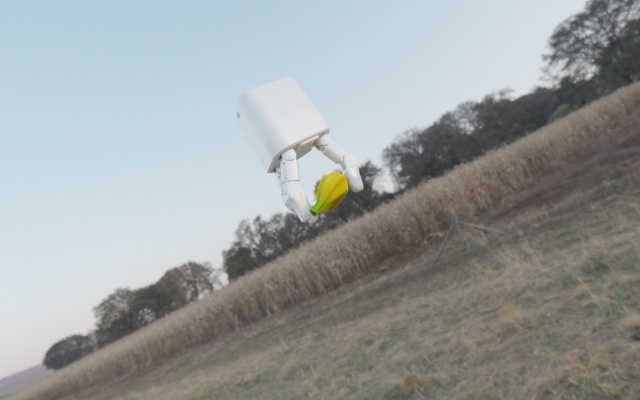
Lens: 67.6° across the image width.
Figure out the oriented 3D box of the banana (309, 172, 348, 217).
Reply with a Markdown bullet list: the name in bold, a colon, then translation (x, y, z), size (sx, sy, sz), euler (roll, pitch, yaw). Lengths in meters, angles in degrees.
- **banana**: translation (0.013, -0.011, 0.728), size (0.069, 0.037, 0.198), euler (-44, -5, 3)
